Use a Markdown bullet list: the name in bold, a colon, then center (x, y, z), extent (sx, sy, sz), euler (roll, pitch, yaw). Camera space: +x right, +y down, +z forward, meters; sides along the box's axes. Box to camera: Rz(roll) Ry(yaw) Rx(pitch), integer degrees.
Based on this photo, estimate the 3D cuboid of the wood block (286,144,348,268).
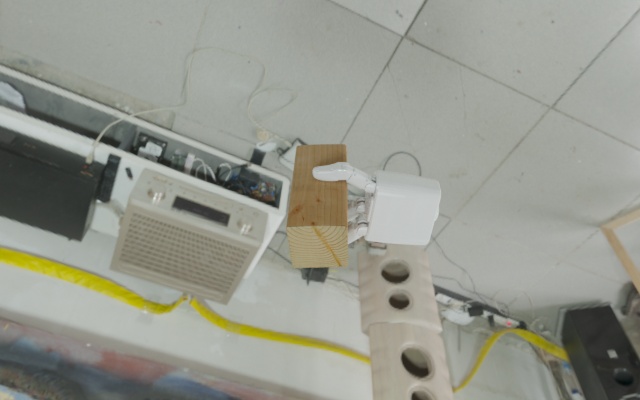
- **wood block**: center (0.001, 0.002, 0.787), extent (0.090, 0.091, 0.206), euler (-1, 41, 3)
